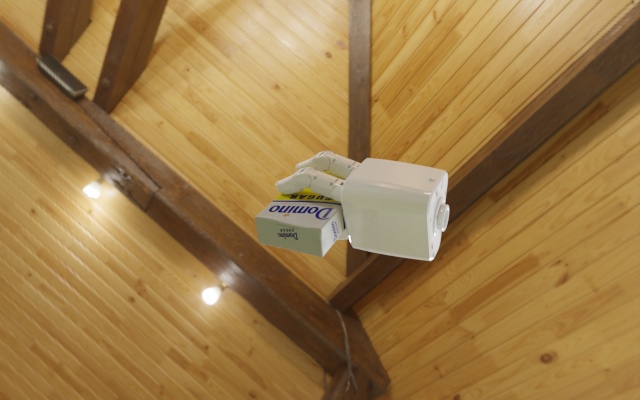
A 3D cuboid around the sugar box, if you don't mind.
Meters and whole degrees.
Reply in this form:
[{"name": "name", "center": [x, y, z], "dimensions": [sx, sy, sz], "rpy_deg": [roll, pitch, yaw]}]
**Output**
[{"name": "sugar box", "center": [0.000, 0.002, 0.633], "dimensions": [0.093, 0.048, 0.176], "rpy_deg": [10, 31, 25]}]
